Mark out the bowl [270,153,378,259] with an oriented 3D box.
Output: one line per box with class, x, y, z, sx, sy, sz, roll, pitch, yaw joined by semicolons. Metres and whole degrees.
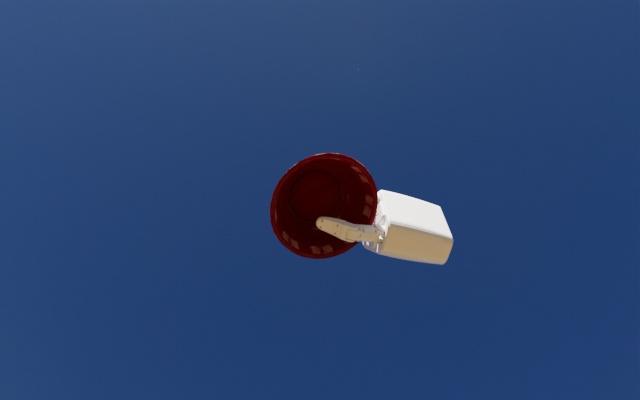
bowl;-0.001;0.002;0.702;0.162;0.162;0.055;0;20;-18
